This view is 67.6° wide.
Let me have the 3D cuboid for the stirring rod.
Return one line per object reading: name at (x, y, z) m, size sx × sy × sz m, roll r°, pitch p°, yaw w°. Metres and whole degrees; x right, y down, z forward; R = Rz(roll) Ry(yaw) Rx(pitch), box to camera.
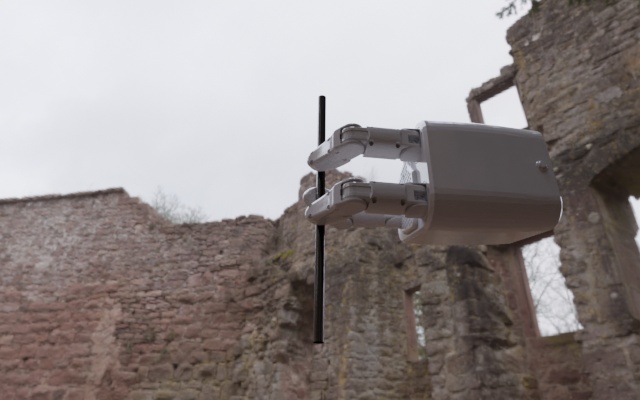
stirring rod at (0.000, 0.001, 0.413) m, size 0.011 × 0.239 × 0.011 m, roll 1°, pitch -31°, yaw 0°
